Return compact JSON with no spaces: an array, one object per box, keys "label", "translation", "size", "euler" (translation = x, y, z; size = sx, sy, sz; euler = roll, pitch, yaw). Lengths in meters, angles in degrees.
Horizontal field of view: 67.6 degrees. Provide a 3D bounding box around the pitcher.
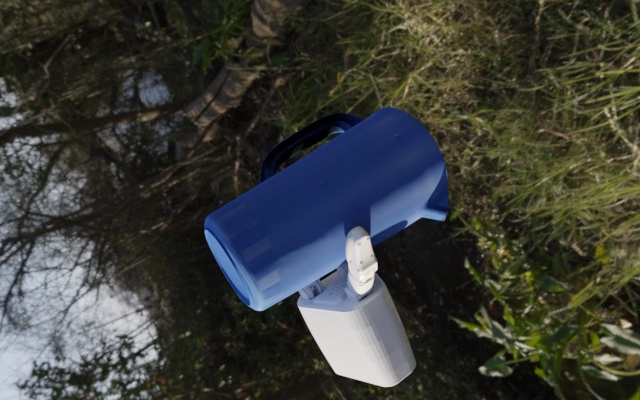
[{"label":"pitcher","translation":[0.000,0.002,0.513],"size":[0.243,0.145,0.149],"euler":[-30,17,-21]}]
